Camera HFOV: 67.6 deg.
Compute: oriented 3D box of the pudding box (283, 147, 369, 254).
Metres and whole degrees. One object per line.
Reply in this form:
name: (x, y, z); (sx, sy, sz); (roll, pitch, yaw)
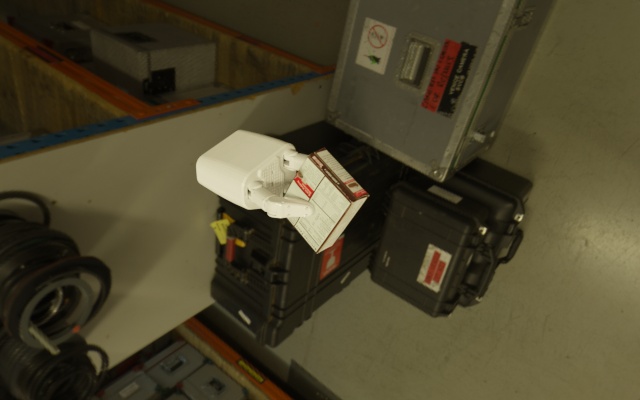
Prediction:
pudding box: (0.000, 0.002, 0.632); (0.039, 0.090, 0.114); (-27, -22, -43)
